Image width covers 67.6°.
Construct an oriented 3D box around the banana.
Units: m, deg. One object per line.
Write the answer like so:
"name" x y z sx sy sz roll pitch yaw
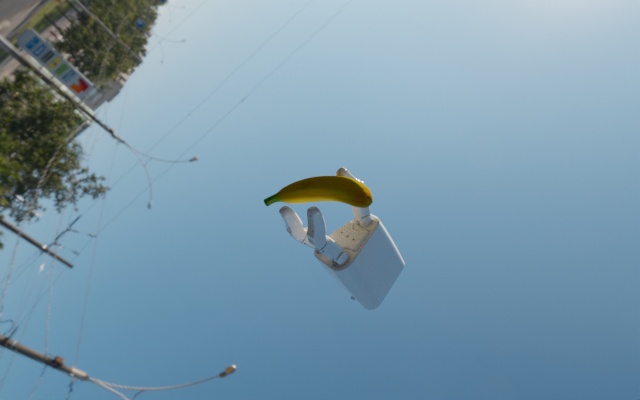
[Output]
"banana" 0.007 -0.009 0.690 0.198 0.037 0.069 -3 36 42
